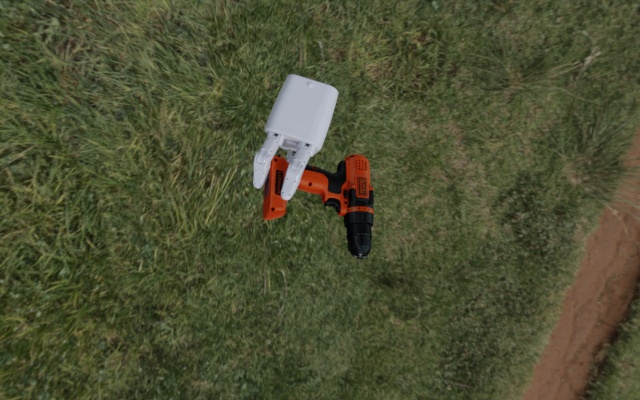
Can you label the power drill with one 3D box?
[{"bbox_3d":[0.000,0.002,0.799,0.187,0.184,0.057,6,-22,-19],"label":"power drill"}]
